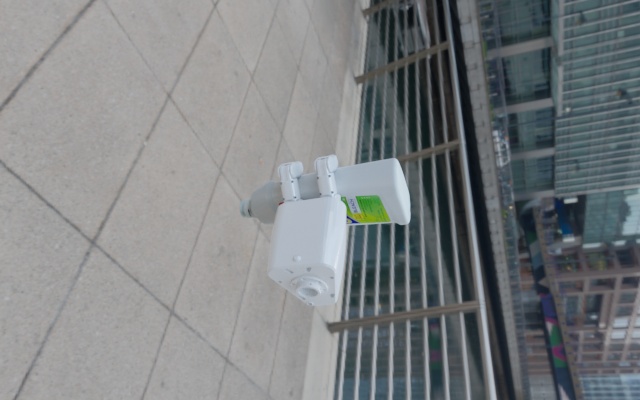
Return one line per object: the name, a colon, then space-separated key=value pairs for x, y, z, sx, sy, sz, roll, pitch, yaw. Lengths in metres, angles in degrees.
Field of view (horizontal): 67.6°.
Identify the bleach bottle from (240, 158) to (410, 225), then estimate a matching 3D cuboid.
bleach bottle: x=0.000 y=0.002 z=0.714 sx=0.251 sy=0.068 sz=0.103 roll=-8 pitch=-41 yaw=19
